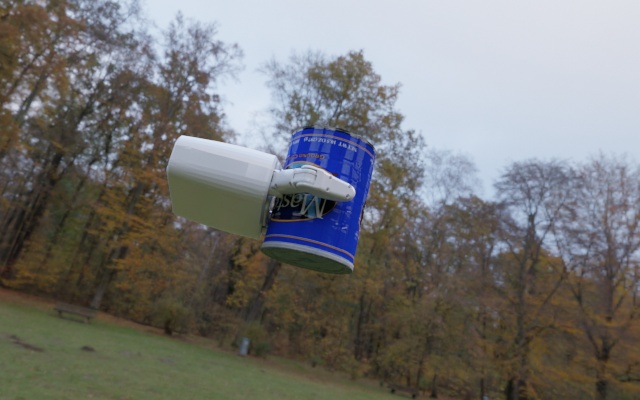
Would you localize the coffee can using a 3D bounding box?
[{"bbox_3d":[0.000,0.002,0.538,0.103,0.140,0.103,12,-17,4],"label":"coffee can"}]
